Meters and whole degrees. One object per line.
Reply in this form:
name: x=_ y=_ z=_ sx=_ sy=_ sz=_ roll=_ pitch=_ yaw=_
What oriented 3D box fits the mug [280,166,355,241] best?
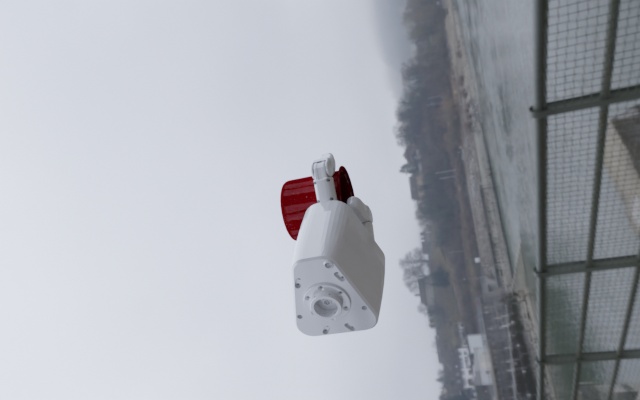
mug: x=0.000 y=0.001 z=0.633 sx=0.081 sy=0.093 sz=0.117 roll=-10 pitch=26 yaw=14
